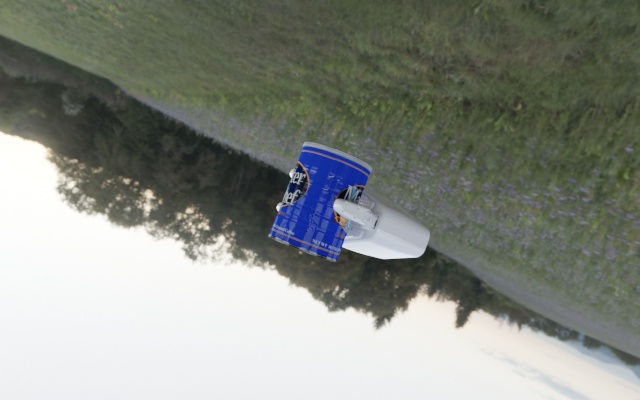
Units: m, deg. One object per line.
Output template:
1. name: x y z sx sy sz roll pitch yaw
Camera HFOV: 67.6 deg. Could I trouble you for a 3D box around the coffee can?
1. coffee can: 0.000 0.002 0.665 0.103 0.140 0.103 21 -3 1
